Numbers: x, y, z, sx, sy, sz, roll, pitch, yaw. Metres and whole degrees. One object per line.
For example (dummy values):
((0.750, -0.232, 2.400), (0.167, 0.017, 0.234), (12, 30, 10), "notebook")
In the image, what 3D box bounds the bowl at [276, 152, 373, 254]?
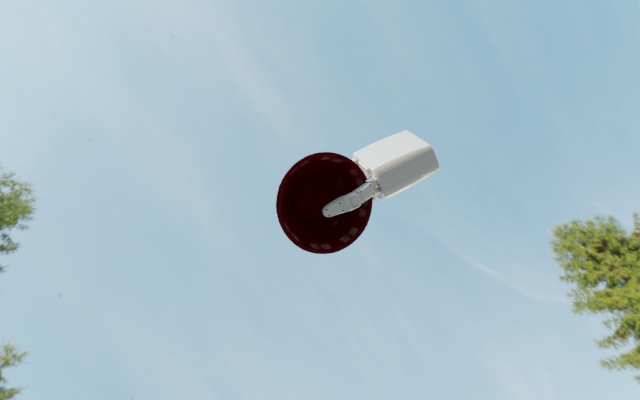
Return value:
((-0.001, 0.003, 0.771), (0.162, 0.162, 0.055), (0, 6, -21), "bowl")
